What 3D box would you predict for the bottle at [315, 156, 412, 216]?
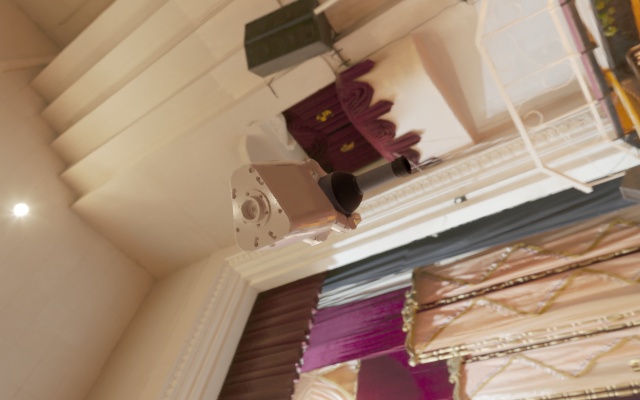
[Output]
[{"bbox_3d":[0.000,0.002,0.720,0.296,0.069,0.069,-24,-12,30],"label":"bottle"}]
